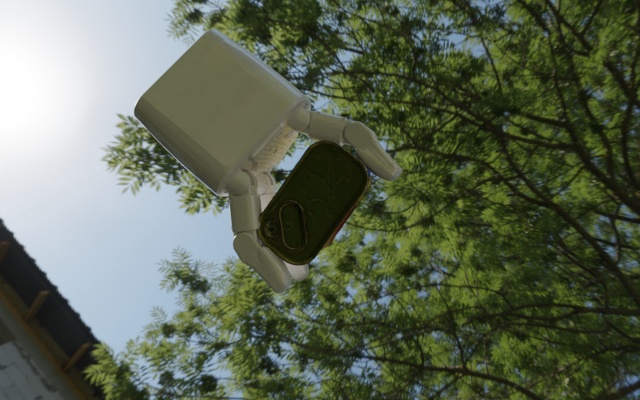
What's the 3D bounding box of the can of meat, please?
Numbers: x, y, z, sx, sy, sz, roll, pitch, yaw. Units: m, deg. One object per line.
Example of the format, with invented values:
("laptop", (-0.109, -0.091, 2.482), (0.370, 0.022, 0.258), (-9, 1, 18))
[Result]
("can of meat", (0.000, 0.001, 0.421), (0.057, 0.102, 0.084), (37, 8, 8))
